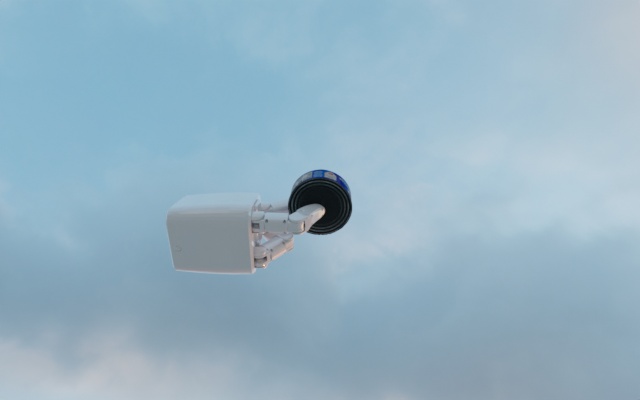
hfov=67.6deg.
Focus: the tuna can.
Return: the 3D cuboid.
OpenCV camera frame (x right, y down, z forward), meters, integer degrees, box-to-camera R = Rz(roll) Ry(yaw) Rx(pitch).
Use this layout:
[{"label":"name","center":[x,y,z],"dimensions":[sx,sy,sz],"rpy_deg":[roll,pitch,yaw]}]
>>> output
[{"label":"tuna can","center":[0.000,0.002,0.647],"dimensions":[0.086,0.086,0.033],"rpy_deg":[0,27,3]}]
